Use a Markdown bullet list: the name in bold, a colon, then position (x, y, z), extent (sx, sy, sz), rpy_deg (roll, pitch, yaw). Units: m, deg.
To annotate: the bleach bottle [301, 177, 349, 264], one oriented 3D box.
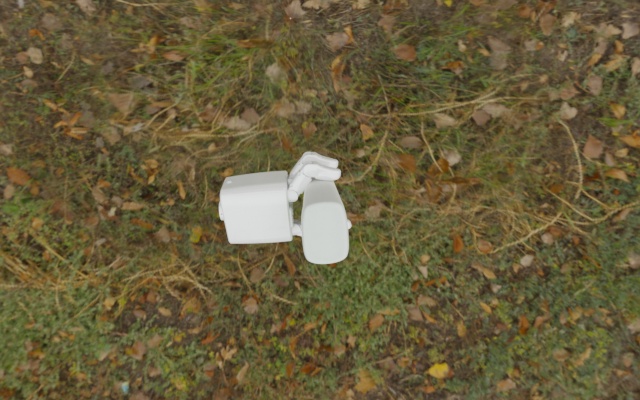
- **bleach bottle**: position (0.000, 0.003, 0.798), extent (0.068, 0.103, 0.250), rpy_deg (-4, 21, -2)
